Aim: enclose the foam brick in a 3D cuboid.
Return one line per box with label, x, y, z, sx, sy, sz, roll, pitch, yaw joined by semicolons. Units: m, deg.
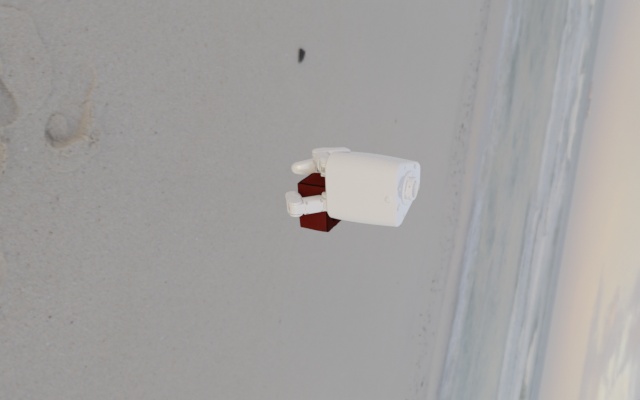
foam brick;0.000;0.003;0.746;0.051;0.078;0.053;10;27;26
